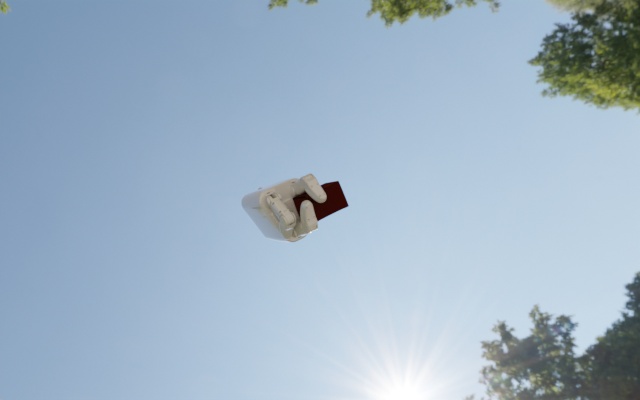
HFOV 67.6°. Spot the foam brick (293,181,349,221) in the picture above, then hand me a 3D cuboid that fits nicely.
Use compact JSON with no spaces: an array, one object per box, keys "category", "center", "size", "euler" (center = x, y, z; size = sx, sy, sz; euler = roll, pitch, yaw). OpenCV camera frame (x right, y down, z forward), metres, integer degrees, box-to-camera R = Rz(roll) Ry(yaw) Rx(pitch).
[{"category":"foam brick","center":[0.000,0.003,0.869],"size":[0.078,0.053,0.051],"euler":[-24,8,-28]}]
